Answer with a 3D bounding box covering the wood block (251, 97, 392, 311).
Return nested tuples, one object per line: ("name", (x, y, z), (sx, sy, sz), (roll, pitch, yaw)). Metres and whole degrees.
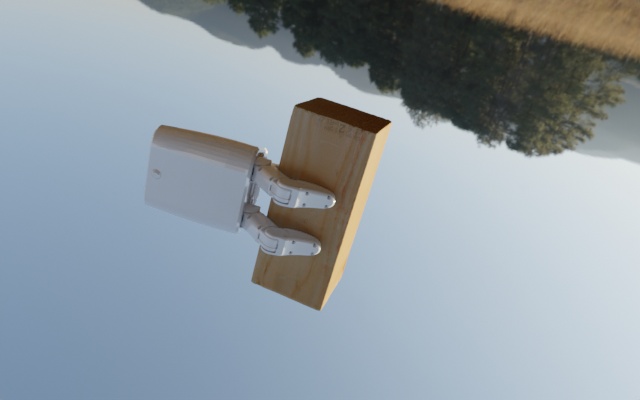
("wood block", (0.000, 0.002, 0.531), (0.090, 0.206, 0.090), (21, 23, 11))
